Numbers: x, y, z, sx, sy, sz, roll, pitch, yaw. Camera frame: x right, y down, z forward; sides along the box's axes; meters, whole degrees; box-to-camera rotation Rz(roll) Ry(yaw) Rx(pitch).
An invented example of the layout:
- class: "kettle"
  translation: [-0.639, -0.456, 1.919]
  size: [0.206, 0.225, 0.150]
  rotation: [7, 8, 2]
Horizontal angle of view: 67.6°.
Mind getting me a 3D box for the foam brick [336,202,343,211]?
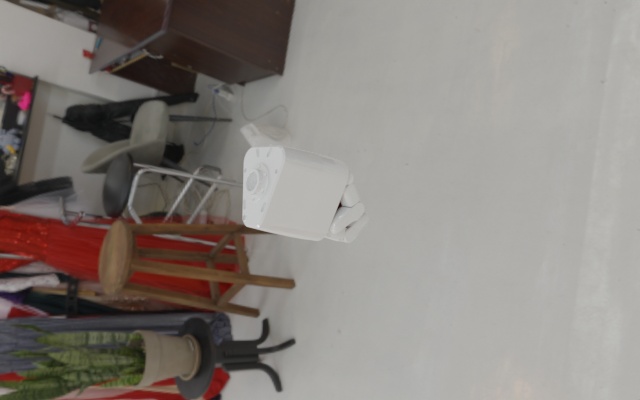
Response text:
- class: "foam brick"
  translation: [0.000, 0.002, 0.704]
  size: [0.051, 0.053, 0.078]
  rotation: [12, -3, -40]
